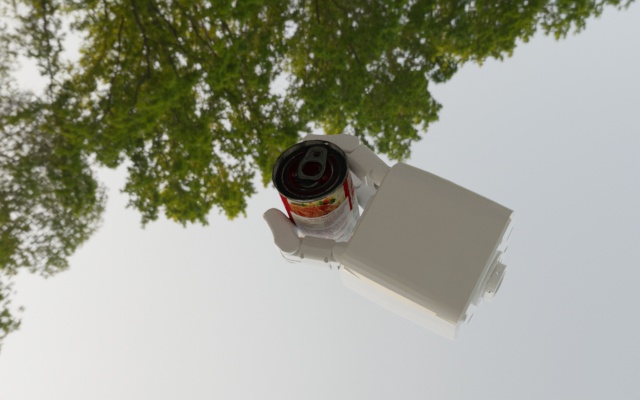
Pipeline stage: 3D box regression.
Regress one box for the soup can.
[{"bbox_3d":[0.000,0.002,0.451,0.068,0.068,0.102,0,-35,13],"label":"soup can"}]
